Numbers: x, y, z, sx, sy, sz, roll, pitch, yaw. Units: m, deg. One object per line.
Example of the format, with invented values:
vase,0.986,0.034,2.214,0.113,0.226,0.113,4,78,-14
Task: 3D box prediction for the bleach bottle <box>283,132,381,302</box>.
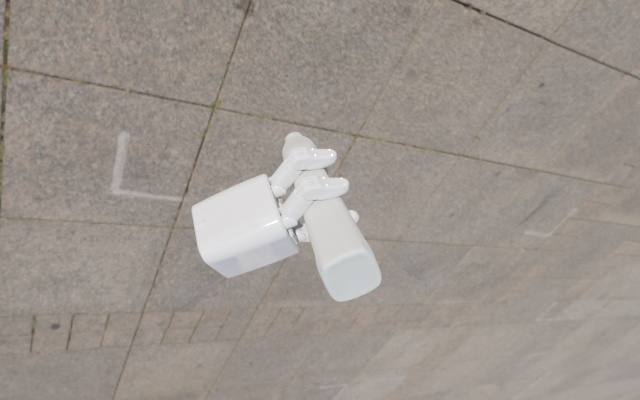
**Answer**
bleach bottle,0.000,0.002,0.633,0.068,0.250,0.103,-23,-41,0
